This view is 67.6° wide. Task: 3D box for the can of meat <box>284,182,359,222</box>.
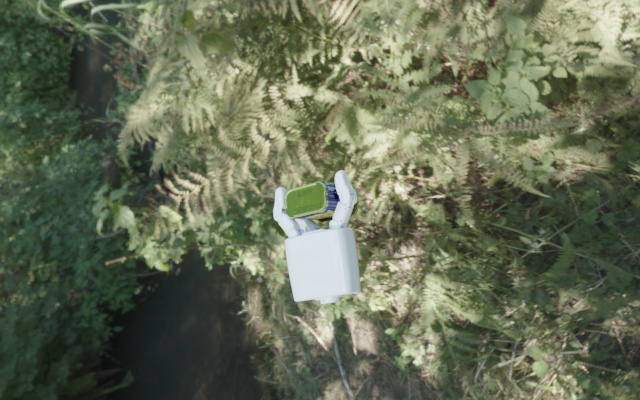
[{"bbox_3d":[0.000,0.003,0.822,0.102,0.057,0.084,-14,-13,40],"label":"can of meat"}]
